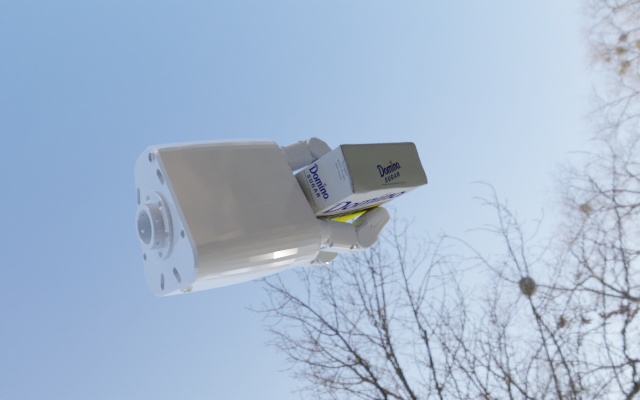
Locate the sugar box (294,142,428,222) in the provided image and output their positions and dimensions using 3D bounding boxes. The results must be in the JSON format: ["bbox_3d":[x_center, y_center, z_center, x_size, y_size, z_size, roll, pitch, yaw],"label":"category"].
[{"bbox_3d":[0.000,0.002,0.437,0.093,0.048,0.176,-8,-12,-42],"label":"sugar box"}]
